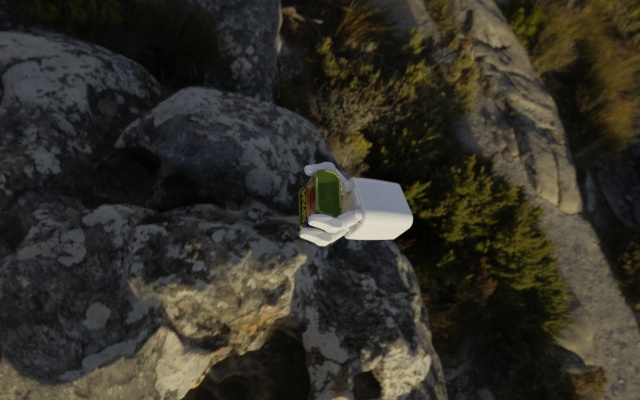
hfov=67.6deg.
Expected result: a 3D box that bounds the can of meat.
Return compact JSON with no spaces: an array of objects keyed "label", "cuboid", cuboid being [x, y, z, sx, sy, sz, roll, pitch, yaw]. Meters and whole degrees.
[{"label":"can of meat","cuboid":[0.000,0.003,0.897,0.057,0.102,0.084,8,-29,-20]}]
